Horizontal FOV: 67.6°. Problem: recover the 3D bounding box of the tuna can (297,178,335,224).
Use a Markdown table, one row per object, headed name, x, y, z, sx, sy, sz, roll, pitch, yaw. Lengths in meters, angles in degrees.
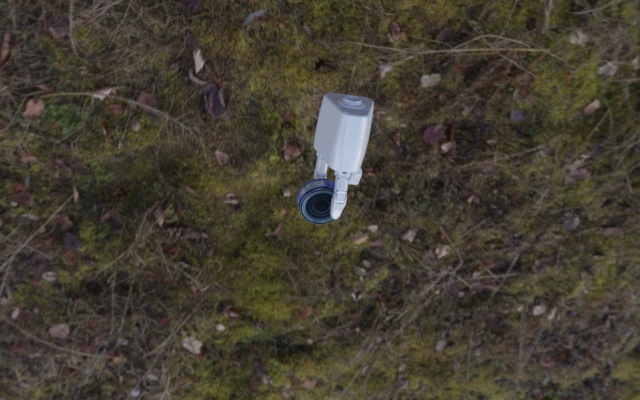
| name | x | y | z | sx | sy | sz | roll | pitch | yaw |
| --- | --- | --- | --- | --- | --- | --- | --- | --- | --- |
| tuna can | 0.000 | 0.003 | 0.897 | 0.086 | 0.086 | 0.033 | 0 | 35 | -9 |
